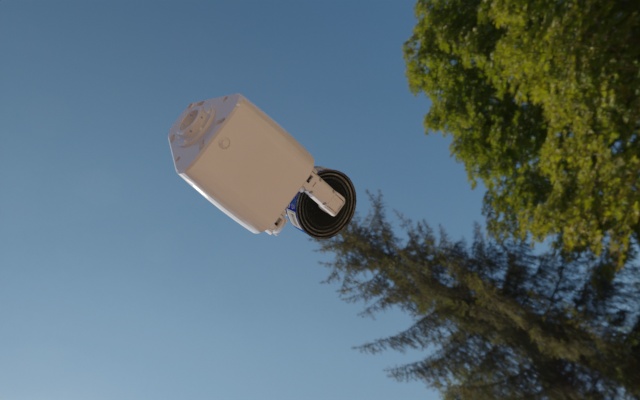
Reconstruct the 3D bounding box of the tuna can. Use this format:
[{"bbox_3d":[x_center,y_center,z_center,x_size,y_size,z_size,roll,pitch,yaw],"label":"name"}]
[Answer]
[{"bbox_3d":[0.000,0.002,0.583,0.086,0.086,0.033,0,13,-34],"label":"tuna can"}]
